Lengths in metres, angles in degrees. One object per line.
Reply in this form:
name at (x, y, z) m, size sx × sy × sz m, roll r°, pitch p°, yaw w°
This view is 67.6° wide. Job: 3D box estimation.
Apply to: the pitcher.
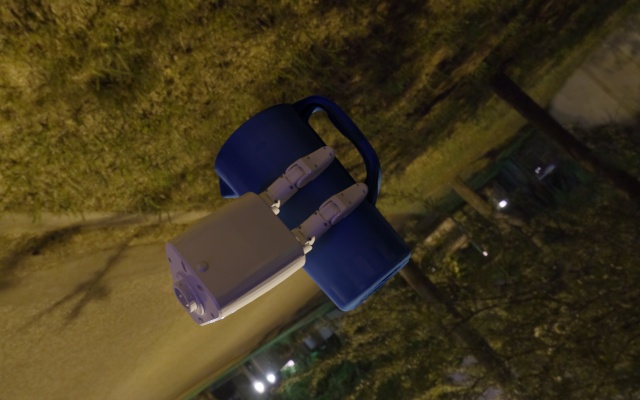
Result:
pitcher at (0.000, 0.002, 0.578) m, size 0.145 × 0.242 × 0.149 m, roll -32°, pitch -16°, yaw -32°
